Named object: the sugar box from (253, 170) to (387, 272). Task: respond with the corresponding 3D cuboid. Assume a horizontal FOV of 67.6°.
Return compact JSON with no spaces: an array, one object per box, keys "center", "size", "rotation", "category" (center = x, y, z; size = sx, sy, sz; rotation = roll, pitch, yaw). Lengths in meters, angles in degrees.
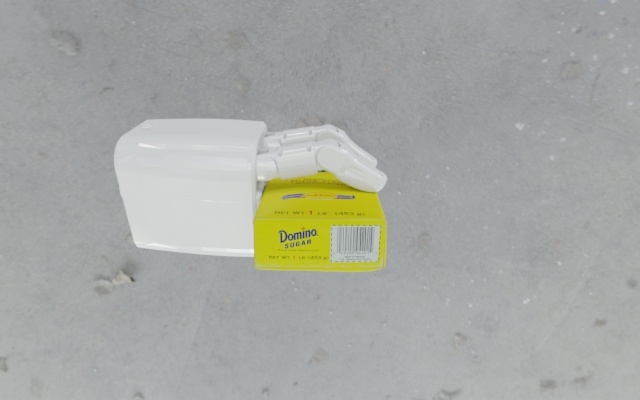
[{"center":[0.000,0.001,0.408],"size":[0.093,0.048,0.176],"rotation":[1,22,-1],"category":"sugar box"}]
